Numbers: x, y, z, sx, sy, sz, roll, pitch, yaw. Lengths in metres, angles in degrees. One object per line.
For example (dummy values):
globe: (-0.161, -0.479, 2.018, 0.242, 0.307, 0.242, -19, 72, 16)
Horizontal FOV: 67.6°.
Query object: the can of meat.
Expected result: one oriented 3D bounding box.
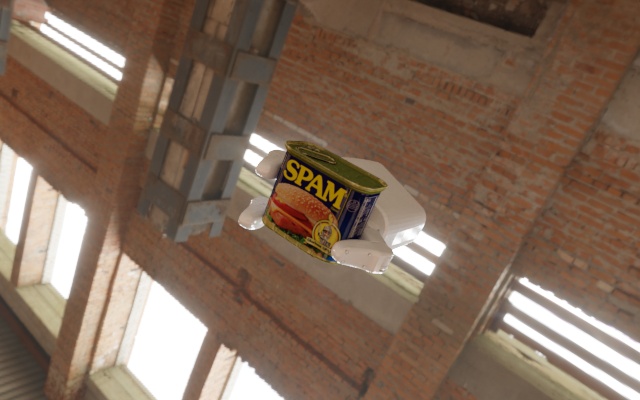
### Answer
can of meat: (0.000, 0.002, 0.458, 0.102, 0.084, 0.057, 31, 21, 25)
